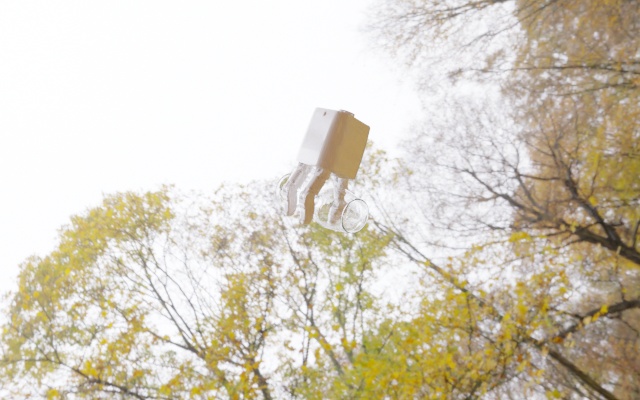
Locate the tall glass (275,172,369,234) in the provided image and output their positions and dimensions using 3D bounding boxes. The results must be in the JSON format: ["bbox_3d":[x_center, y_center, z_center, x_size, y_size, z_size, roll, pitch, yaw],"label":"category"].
[{"bbox_3d":[0.000,0.003,0.884,0.079,0.079,0.201,0,14,-38],"label":"tall glass"}]
